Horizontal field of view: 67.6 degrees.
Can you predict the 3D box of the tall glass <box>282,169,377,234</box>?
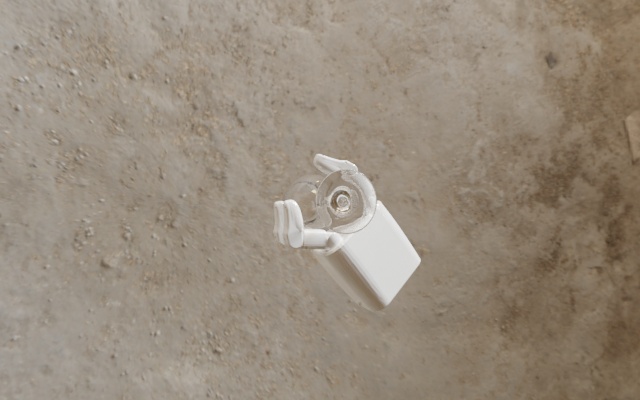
[{"bbox_3d":[0.000,0.002,0.632,0.079,0.079,0.201,0,0,-18],"label":"tall glass"}]
